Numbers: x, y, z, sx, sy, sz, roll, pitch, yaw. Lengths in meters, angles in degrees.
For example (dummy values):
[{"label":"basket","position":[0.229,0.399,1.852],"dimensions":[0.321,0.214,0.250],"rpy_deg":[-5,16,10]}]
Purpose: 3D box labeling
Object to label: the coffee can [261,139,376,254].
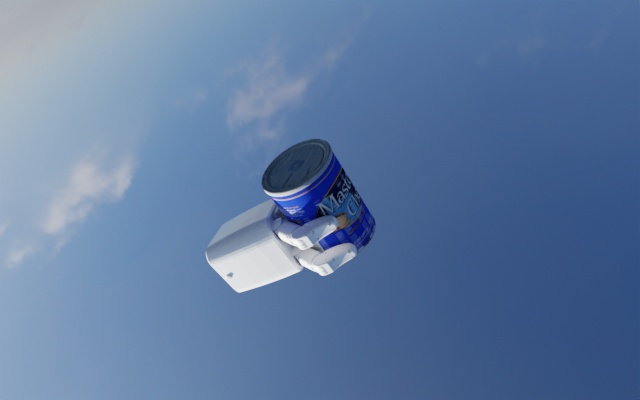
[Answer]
[{"label":"coffee can","position":[0.000,0.002,0.650],"dimensions":[0.103,0.102,0.140],"rpy_deg":[0,-44,41]}]
